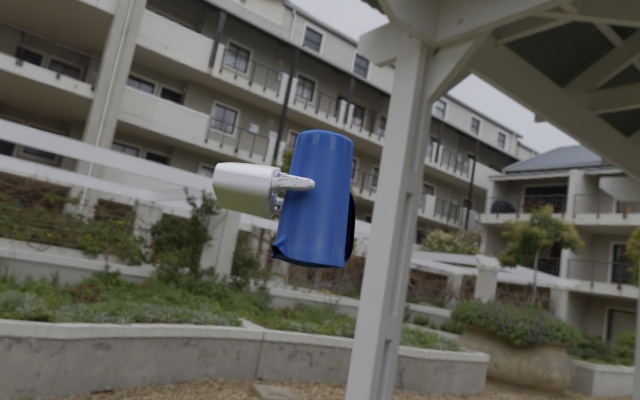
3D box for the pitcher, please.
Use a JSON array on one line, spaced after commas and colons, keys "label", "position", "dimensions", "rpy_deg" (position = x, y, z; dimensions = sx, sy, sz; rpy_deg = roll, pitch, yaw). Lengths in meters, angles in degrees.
[{"label": "pitcher", "position": [0.000, 0.003, 0.882], "dimensions": [0.145, 0.243, 0.149], "rpy_deg": [8, -9, 3]}]
